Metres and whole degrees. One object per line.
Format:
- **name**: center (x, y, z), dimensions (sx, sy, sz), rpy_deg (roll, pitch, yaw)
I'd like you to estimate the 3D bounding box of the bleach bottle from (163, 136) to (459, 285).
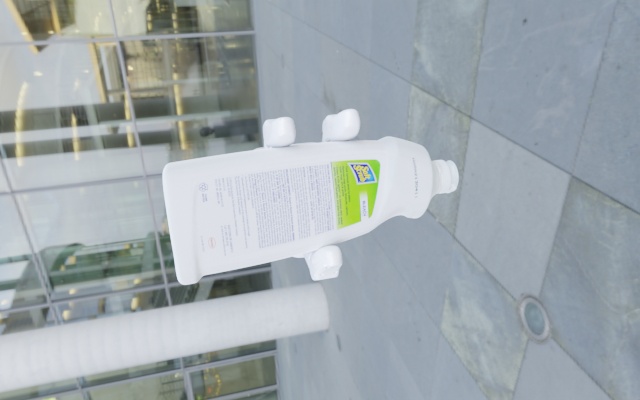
- **bleach bottle**: center (0.000, 0.001, 0.415), dimensions (0.251, 0.102, 0.068), rpy_deg (-7, 14, -13)
